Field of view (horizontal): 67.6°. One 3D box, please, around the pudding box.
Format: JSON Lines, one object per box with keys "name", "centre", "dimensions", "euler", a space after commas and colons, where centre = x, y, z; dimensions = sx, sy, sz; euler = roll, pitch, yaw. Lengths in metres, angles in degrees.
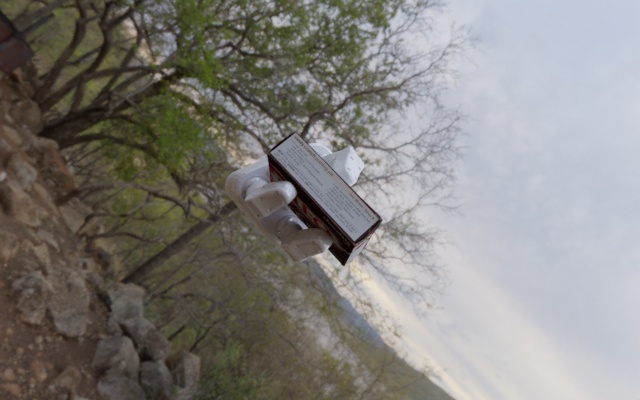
{"name": "pudding box", "centre": [0.000, 0.001, 0.440], "dimensions": [0.039, 0.113, 0.090], "euler": [-43, -11, -14]}
